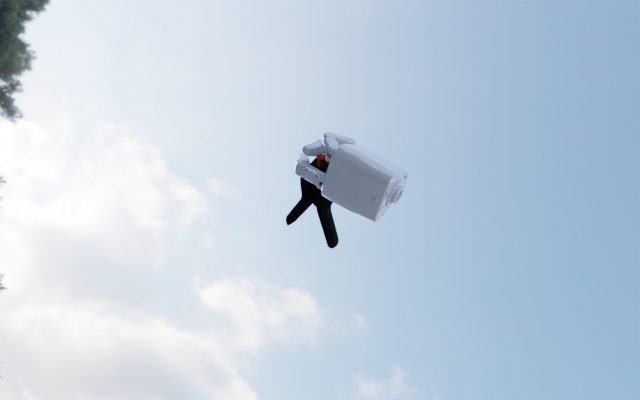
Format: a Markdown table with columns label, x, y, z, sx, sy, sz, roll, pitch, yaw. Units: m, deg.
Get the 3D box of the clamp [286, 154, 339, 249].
| label | x | y | z | sx | sy | sz | roll | pitch | yaw |
| --- | --- | --- | --- | --- | --- | --- | --- | --- | --- |
| clamp | 0.000 | 0.002 | 0.867 | 0.120 | 0.172 | 0.039 | 30 | 35 | 20 |
